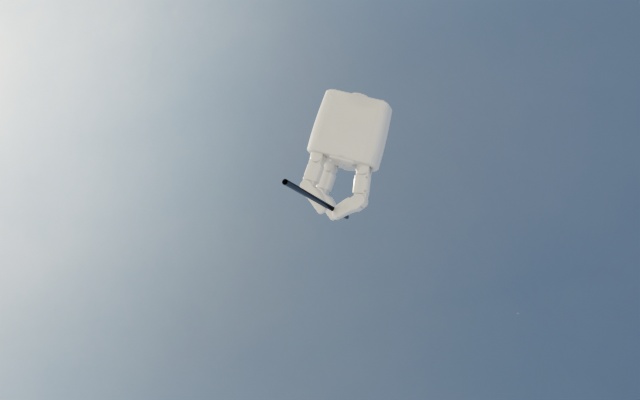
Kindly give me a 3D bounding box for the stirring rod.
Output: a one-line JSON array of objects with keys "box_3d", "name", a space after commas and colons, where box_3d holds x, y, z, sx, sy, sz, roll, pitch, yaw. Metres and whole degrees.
[{"box_3d": [0.000, 0.002, 0.708, 0.011, 0.011, 0.239, 0, -12, 22], "name": "stirring rod"}]
